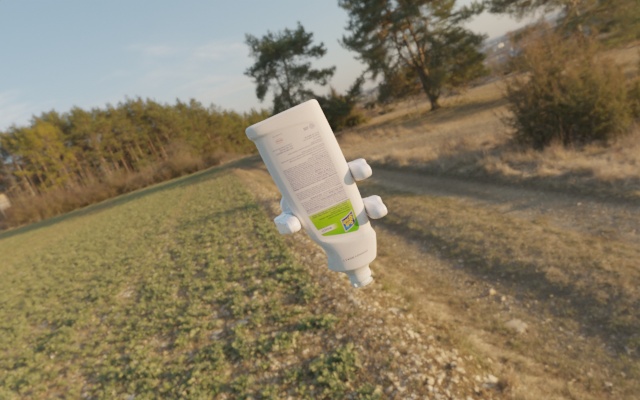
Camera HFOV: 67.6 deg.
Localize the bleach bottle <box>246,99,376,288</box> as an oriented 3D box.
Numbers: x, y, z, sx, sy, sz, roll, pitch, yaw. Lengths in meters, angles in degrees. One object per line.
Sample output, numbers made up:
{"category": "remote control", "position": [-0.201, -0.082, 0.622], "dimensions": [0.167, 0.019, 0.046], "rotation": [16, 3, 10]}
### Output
{"category": "bleach bottle", "position": [0.000, 0.002, 0.627], "dimensions": [0.102, 0.251, 0.068], "rotation": [-23, 11, 6]}
